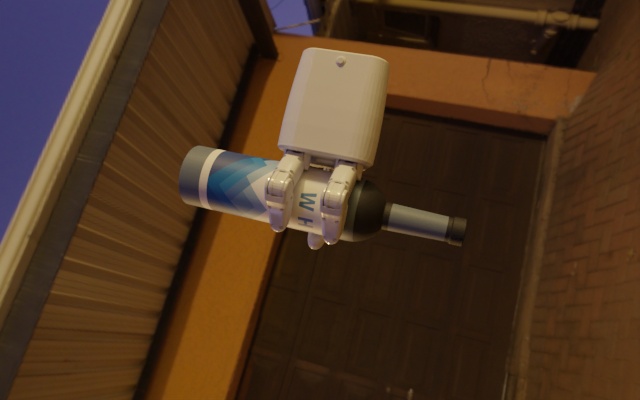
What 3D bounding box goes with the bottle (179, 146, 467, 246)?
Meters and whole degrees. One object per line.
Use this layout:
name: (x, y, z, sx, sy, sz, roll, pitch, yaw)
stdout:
bottle: (0.000, 0.002, 0.498, 0.295, 0.069, 0.069, 12, 3, 13)
